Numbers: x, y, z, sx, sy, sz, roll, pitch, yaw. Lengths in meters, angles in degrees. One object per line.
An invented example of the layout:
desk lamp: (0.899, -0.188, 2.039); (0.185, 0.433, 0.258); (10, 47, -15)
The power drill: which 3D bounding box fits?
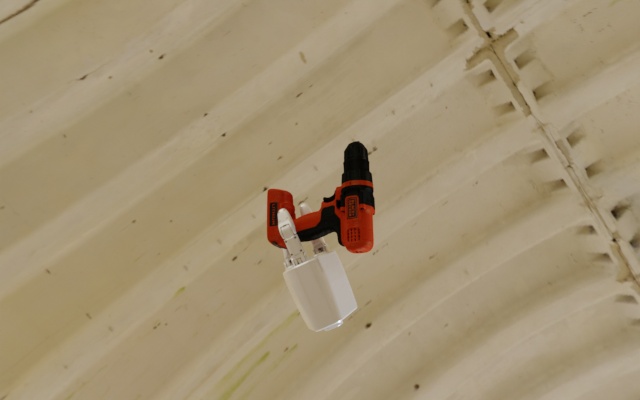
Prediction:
power drill: (0.000, 0.003, 0.794); (0.187, 0.184, 0.057); (-10, -20, 29)
